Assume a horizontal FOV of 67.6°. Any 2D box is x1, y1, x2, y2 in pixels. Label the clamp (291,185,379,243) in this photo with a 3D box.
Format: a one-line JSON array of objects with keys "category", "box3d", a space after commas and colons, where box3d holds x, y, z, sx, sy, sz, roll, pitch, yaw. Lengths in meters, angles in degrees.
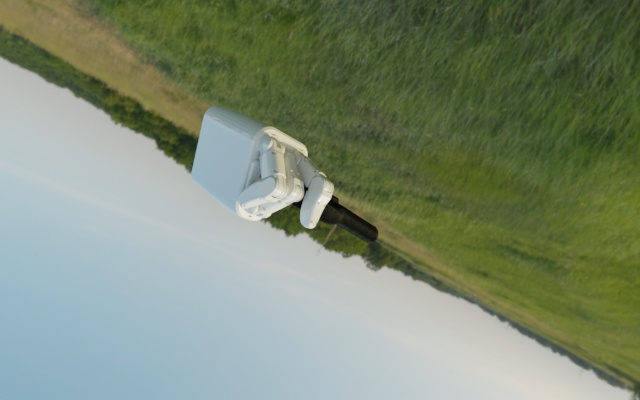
[{"category": "clamp", "box3d": [0.000, 0.003, 0.637, 0.120, 0.039, 0.171, 33, 1, 37]}]
